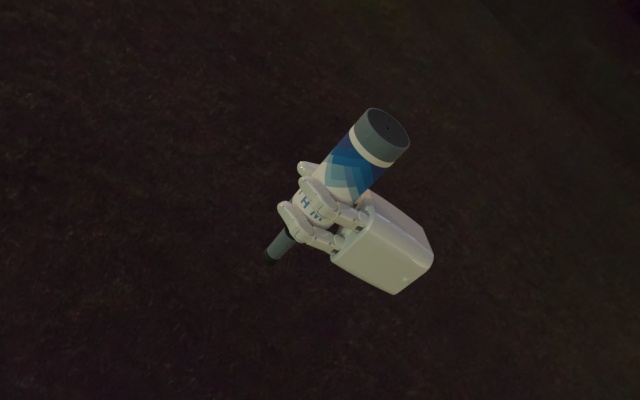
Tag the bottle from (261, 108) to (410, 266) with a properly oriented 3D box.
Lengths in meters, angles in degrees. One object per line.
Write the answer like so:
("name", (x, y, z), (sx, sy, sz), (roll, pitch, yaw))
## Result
("bottle", (0.000, 0.002, 0.650), (0.069, 0.069, 0.296), (0, -37, -43))
